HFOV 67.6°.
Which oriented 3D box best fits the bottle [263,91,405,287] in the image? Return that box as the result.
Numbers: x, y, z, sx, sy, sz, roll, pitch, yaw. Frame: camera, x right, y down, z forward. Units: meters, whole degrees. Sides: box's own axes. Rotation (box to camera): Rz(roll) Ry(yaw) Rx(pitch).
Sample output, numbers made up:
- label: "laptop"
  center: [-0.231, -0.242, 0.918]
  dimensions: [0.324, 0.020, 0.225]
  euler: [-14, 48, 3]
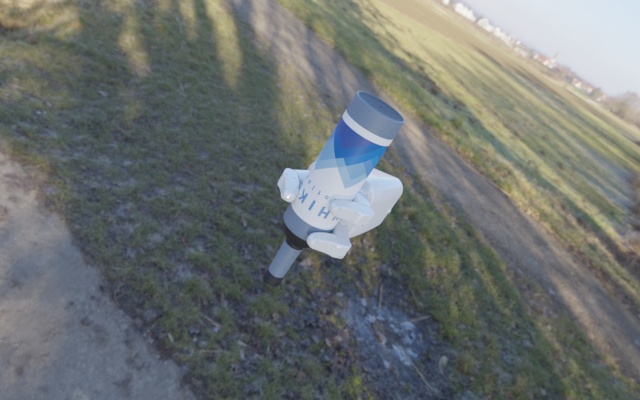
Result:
- label: "bottle"
  center: [0.000, 0.002, 0.623]
  dimensions: [0.069, 0.296, 0.069]
  euler: [26, 26, -14]
